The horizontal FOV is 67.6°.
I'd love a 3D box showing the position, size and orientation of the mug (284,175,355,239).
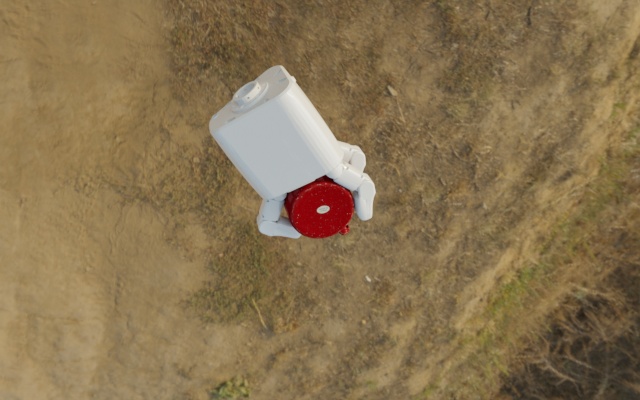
[{"bbox_3d":[0.001,0.003,0.605,0.093,0.117,0.081,-35,33,6],"label":"mug"}]
